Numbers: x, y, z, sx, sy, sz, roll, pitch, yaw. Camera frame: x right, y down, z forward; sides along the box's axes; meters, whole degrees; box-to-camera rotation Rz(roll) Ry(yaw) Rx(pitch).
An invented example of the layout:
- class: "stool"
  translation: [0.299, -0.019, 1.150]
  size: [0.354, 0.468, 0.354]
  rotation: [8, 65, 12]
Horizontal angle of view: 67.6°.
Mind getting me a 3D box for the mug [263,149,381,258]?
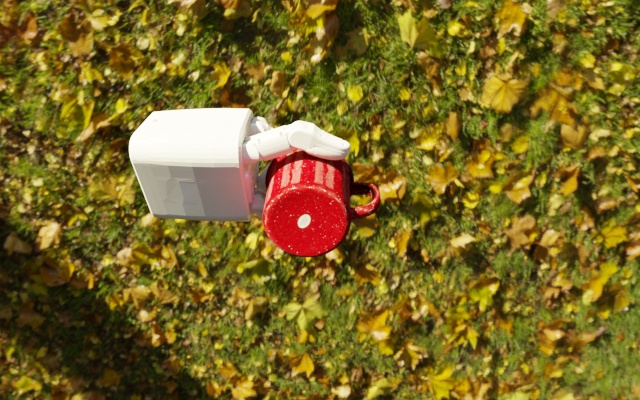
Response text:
- class: "mug"
  translation: [0.002, 0.002, 0.466]
  size: [0.117, 0.093, 0.081]
  rotation: [1, 30, 1]
